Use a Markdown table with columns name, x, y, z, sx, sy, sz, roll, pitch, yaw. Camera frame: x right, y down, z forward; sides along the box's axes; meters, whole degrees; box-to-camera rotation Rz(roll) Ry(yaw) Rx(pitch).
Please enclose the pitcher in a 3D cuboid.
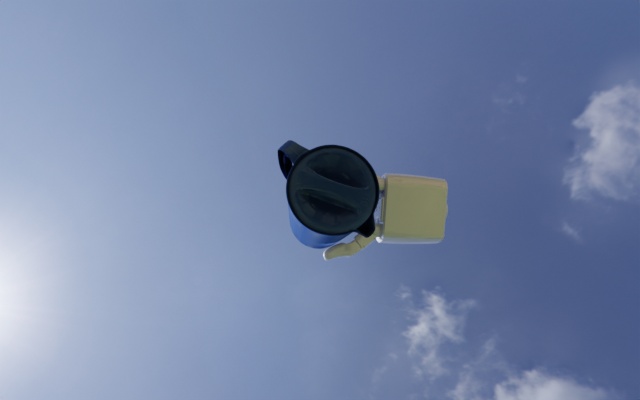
| name | x | y | z | sx | sy | sz | roll | pitch | yaw |
| --- | --- | --- | --- | --- | --- | --- | --- | --- | --- |
| pitcher | 0.000 | 0.003 | 0.781 | 0.145 | 0.149 | 0.243 | 1 | -14 | -6 |
